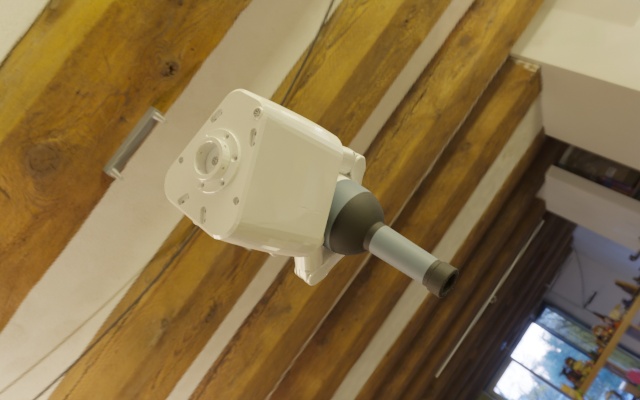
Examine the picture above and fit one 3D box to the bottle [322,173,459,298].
[{"bbox_3d":[0.000,0.001,0.464,0.295,0.069,0.069,32,19,34],"label":"bottle"}]
